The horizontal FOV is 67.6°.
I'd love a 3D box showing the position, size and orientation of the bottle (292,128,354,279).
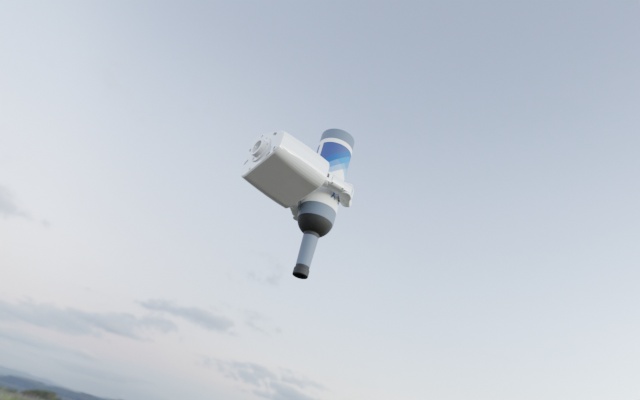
[{"bbox_3d":[0.000,0.003,0.867,0.069,0.295,0.069,12,-30,7],"label":"bottle"}]
